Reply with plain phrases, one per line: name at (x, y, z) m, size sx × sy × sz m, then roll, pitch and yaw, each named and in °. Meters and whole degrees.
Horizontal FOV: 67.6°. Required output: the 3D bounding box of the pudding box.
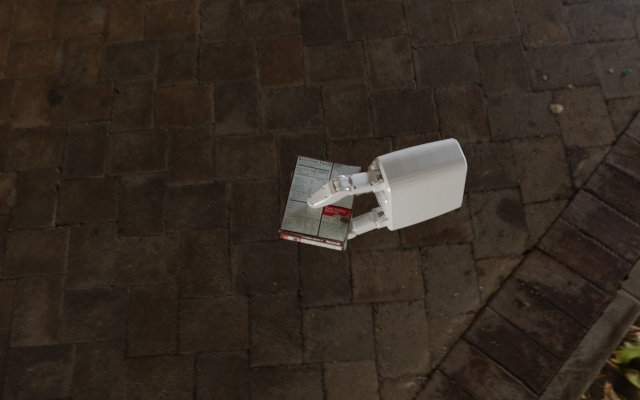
pudding box at (0.000, 0.002, 0.635) m, size 0.090 × 0.113 × 0.039 m, roll 11°, pitch -20°, yaw 5°
